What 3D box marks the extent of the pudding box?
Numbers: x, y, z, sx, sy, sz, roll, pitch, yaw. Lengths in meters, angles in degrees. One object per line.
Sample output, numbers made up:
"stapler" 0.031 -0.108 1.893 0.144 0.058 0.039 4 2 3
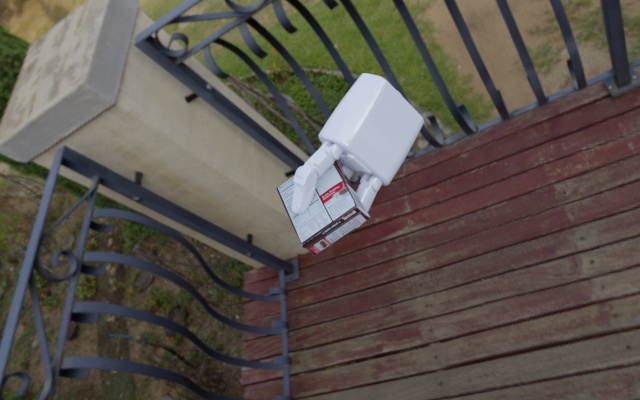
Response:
"pudding box" 0.000 0.002 0.629 0.090 0.113 0.039 -36 -42 11
